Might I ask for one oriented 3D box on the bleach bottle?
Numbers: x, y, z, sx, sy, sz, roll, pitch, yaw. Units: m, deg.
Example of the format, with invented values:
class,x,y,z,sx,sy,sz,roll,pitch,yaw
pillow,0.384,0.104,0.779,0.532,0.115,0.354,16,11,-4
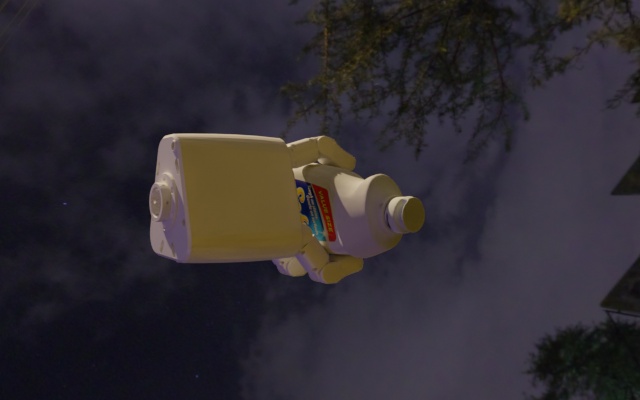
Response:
class,x,y,z,sx,sy,sz,roll,pitch,yaw
bleach bottle,0.000,0.002,0.490,0.068,0.102,0.251,0,1,-38
